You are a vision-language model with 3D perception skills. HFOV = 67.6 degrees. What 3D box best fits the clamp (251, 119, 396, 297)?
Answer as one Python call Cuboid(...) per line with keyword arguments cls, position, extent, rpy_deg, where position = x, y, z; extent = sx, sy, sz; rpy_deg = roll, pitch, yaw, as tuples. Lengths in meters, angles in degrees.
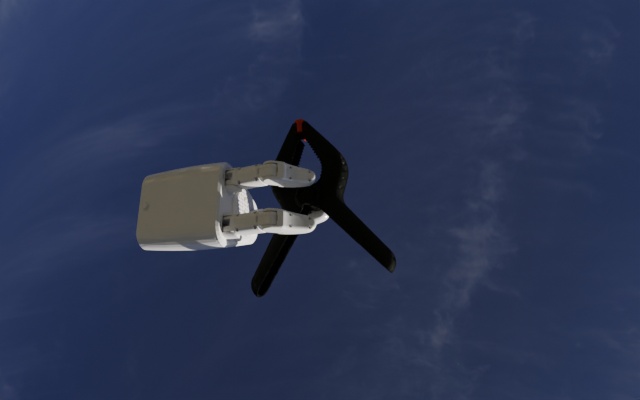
Cuboid(cls="clamp", position=(0.000, 0.002, 0.551), extent=(0.164, 0.210, 0.036), rpy_deg=(-6, -20, 15))
